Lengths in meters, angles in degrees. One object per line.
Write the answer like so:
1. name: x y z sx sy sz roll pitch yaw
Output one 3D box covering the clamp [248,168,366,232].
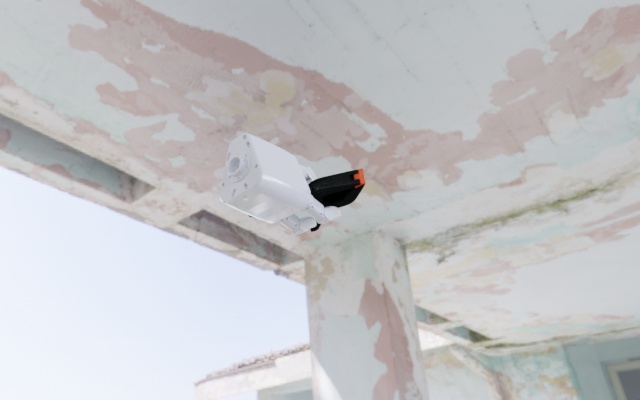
1. clamp: 0.000 0.002 0.830 0.210 0.036 0.164 -24 -28 32
